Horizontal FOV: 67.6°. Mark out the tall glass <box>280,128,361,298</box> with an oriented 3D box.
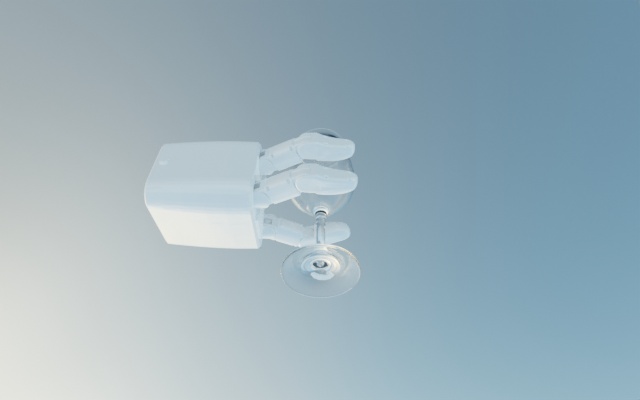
[{"bbox_3d":[0.000,0.002,0.514,0.079,0.079,0.200,0,41,1],"label":"tall glass"}]
